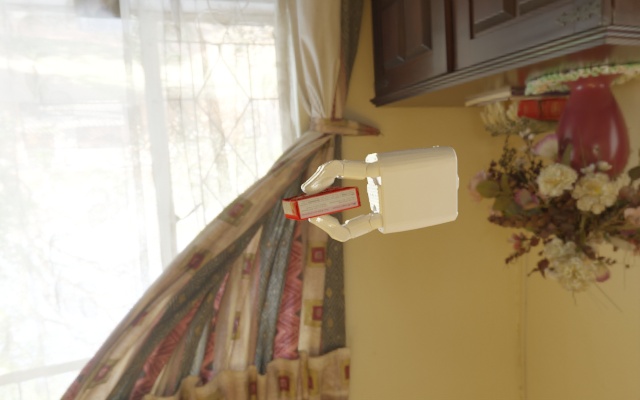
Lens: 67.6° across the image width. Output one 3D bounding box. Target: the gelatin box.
[{"bbox_3d":[0.000,0.003,0.645,0.089,0.030,0.073,-13,6,-17],"label":"gelatin box"}]
